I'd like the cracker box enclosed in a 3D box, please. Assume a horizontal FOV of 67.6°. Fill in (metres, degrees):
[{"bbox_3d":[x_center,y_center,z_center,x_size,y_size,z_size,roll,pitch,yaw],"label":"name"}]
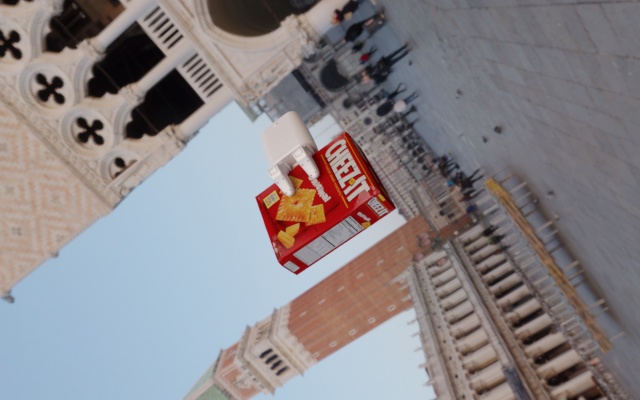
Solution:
[{"bbox_3d":[0.000,0.003,0.842,0.214,0.164,0.072,-35,-41,13],"label":"cracker box"}]
